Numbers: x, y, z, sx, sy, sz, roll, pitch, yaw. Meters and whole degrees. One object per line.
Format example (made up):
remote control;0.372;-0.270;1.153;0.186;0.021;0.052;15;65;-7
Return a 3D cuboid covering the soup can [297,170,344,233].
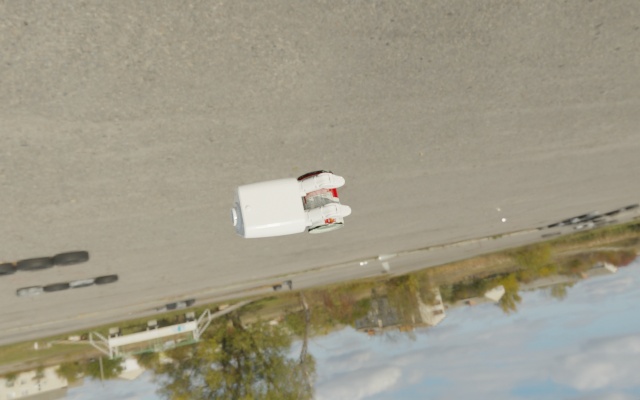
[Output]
soup can;0.001;0.003;0.871;0.068;0.102;0.068;-11;-12;-2
